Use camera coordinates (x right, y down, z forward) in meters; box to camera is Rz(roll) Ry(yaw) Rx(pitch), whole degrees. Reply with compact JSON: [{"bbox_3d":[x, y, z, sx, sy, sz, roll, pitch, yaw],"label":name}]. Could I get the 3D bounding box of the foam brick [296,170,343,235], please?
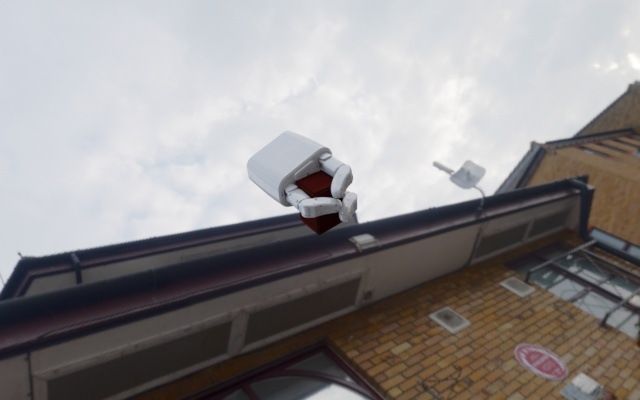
[{"bbox_3d":[0.000,0.003,0.751,0.053,0.078,0.051,-26,39,-29],"label":"foam brick"}]
